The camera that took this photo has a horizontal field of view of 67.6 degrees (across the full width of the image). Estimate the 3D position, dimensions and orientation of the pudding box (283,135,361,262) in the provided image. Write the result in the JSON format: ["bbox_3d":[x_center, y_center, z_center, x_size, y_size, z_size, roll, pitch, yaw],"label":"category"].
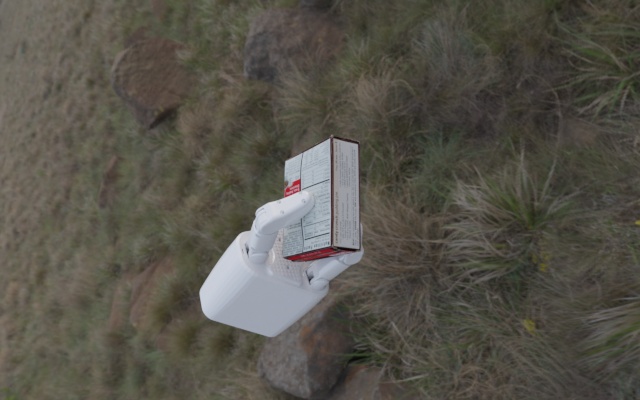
[{"bbox_3d":[0.000,0.002,0.481,0.039,0.113,0.090,9,-17,-35],"label":"pudding box"}]
